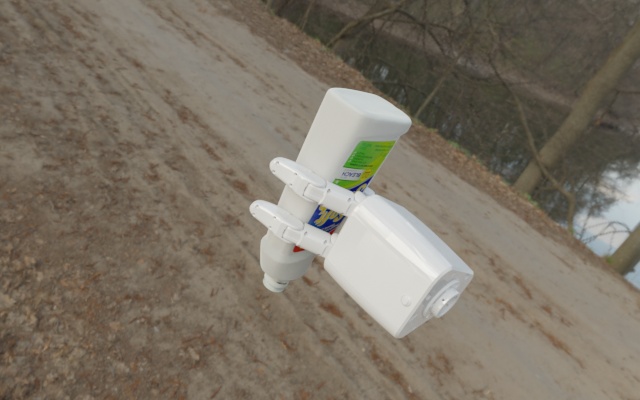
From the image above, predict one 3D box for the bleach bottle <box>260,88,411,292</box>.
[{"bbox_3d":[0.000,0.002,0.539,0.102,0.251,0.068,-5,41,-48],"label":"bleach bottle"}]
